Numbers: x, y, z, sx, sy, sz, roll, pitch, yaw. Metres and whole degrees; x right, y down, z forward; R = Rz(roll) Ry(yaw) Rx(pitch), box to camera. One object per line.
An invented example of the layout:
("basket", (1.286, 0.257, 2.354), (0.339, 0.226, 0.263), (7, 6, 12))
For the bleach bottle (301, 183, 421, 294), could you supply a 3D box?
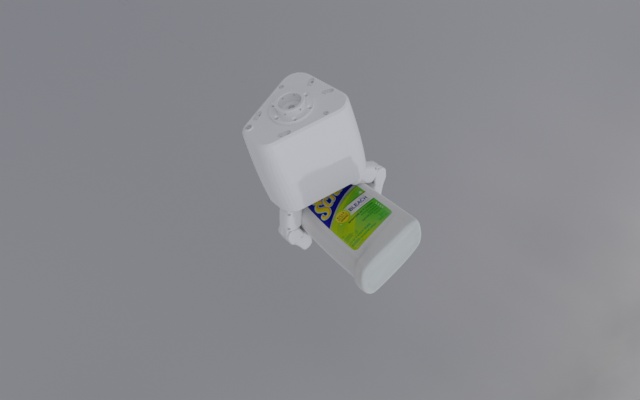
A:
("bleach bottle", (0.000, 0.002, 0.603), (0.250, 0.102, 0.068), (36, -19, 34))
